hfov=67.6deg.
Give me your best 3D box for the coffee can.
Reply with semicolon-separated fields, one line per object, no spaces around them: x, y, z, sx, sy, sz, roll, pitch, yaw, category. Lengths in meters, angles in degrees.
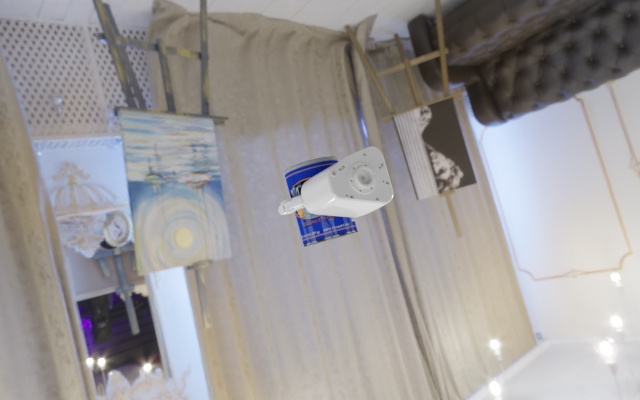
0.000;0.003;0.861;0.103;0.140;0.103;-15;-5;-1;coffee can
